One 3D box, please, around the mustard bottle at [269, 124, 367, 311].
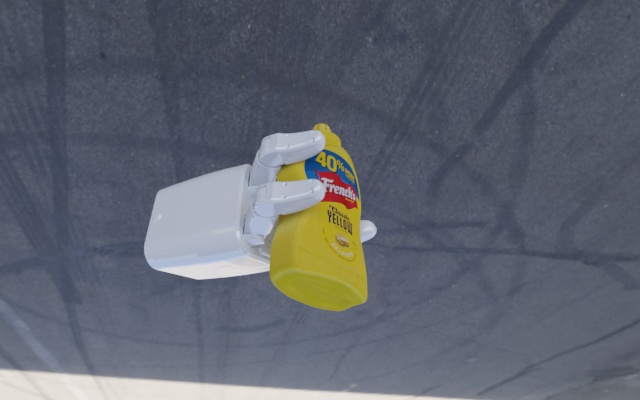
[{"bbox_3d":[0.000,0.002,0.457,0.058,0.191,0.096,-30,-45,35],"label":"mustard bottle"}]
